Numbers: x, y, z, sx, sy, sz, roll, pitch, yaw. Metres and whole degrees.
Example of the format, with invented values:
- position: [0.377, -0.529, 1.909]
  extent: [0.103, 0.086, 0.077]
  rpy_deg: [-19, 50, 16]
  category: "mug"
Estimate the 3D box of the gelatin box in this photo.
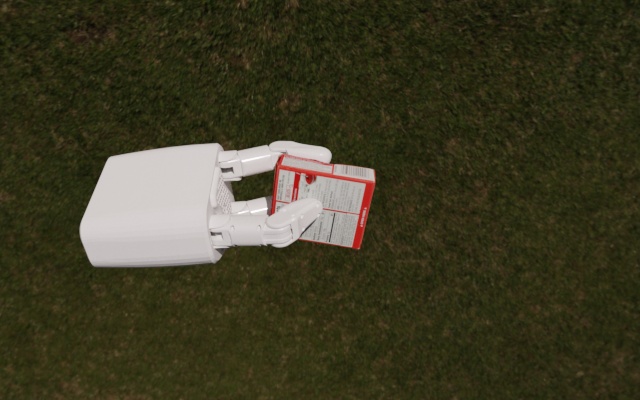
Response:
- position: [0.000, 0.002, 0.439]
  extent: [0.089, 0.073, 0.030]
  rpy_deg: [9, 29, 0]
  category: "gelatin box"
